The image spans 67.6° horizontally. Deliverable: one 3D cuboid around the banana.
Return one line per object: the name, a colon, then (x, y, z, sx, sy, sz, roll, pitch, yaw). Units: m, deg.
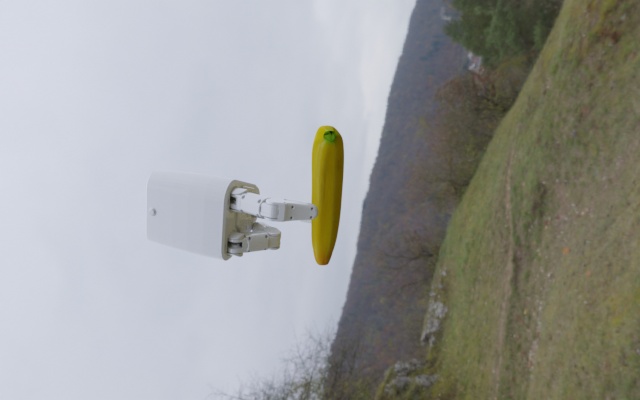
banana: (0.005, -0.012, 0.559, 0.037, 0.198, 0.069, 10, 41, 11)
